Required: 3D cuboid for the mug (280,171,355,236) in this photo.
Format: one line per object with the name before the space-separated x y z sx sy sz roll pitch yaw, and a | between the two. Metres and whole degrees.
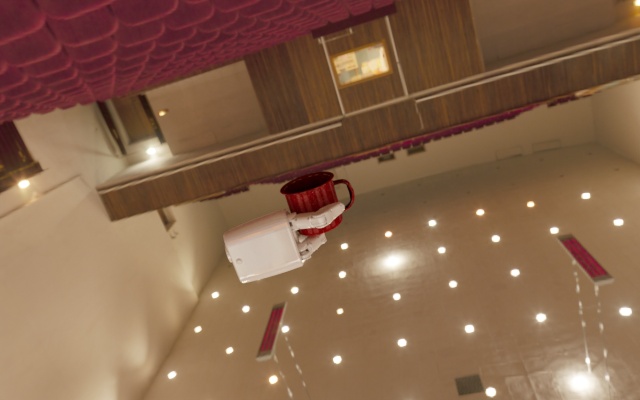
mug | 0.002 0.002 0.799 0.117 0.081 0.093 -18 19 -1
